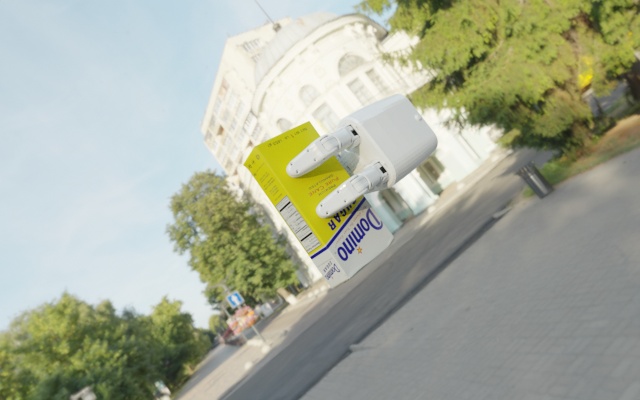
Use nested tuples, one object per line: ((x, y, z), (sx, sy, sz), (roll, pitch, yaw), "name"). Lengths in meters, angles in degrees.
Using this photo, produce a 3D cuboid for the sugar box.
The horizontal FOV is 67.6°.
((0.000, 0.001, 0.547), (0.093, 0.176, 0.048), (-34, -7, -39), "sugar box")
